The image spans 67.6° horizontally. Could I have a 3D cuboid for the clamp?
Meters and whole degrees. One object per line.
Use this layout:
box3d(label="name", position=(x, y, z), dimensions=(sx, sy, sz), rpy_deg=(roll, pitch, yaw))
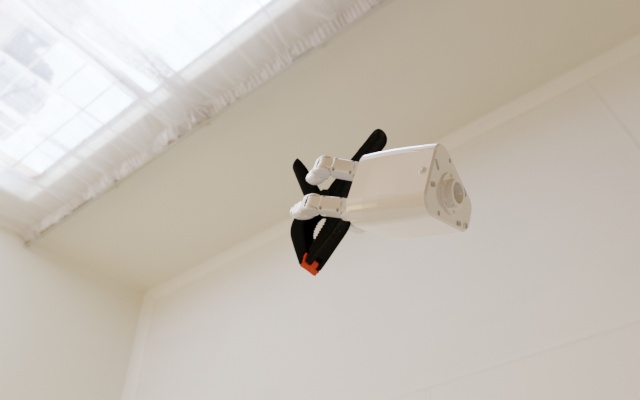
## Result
box3d(label="clamp", position=(0.001, 0.003, 0.652), dimensions=(0.164, 0.210, 0.036), rpy_deg=(-10, -39, 43))
